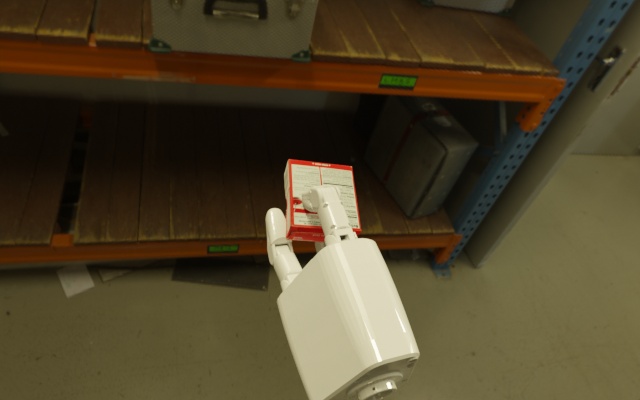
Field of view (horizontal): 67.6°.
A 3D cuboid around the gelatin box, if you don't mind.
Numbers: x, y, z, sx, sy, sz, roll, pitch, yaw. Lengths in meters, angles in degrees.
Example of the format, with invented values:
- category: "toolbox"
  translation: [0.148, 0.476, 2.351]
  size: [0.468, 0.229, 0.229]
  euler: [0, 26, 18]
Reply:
- category: "gelatin box"
  translation: [0.000, 0.001, 0.507]
  size: [0.073, 0.089, 0.030]
  euler: [5, -36, -14]
